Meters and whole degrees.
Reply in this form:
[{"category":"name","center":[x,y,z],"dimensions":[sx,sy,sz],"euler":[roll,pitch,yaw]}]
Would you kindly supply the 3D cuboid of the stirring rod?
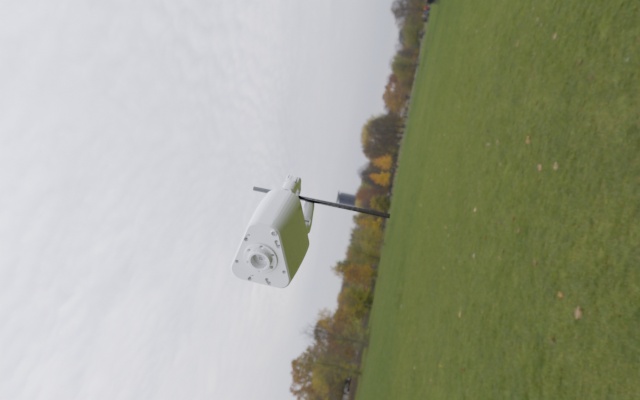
[{"category":"stirring rod","center":[0.000,0.003,0.819],"dimensions":[0.239,0.011,0.011],"euler":[12,1,7]}]
